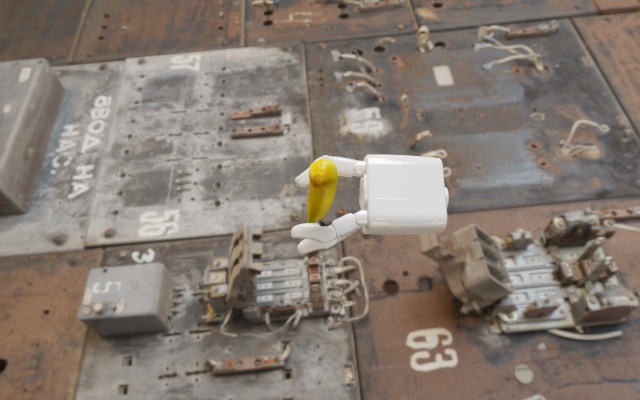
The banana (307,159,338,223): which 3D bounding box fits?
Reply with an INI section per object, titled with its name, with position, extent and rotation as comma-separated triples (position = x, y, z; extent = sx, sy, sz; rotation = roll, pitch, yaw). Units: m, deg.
[banana]
position = 0.002, -0.014, 0.619
extent = 0.037, 0.069, 0.198
rotation = 7, -22, 0
